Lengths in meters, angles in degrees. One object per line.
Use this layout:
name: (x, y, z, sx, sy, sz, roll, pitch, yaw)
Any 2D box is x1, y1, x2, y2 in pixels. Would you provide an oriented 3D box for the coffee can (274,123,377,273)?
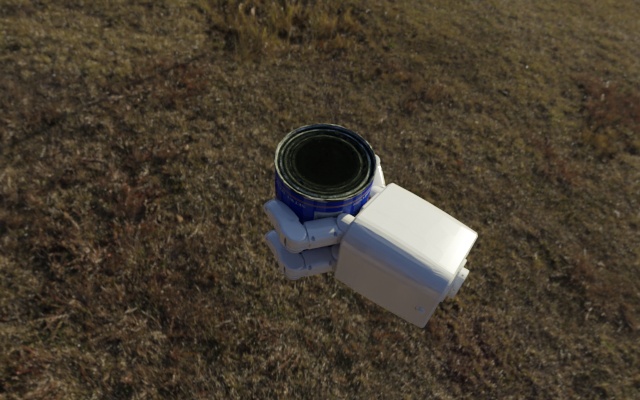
coffee can: (0.000, 0.002, 0.525, 0.103, 0.102, 0.140, 0, -37, -5)
